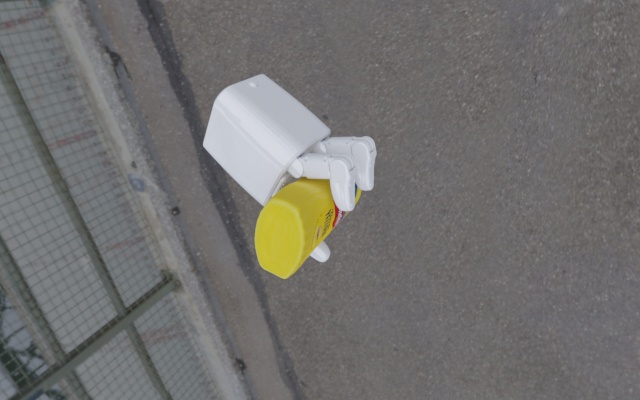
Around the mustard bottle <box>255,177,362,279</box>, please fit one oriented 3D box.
[{"bbox_3d":[0.000,0.002,0.549,0.058,0.096,0.191,22,34,18],"label":"mustard bottle"}]
